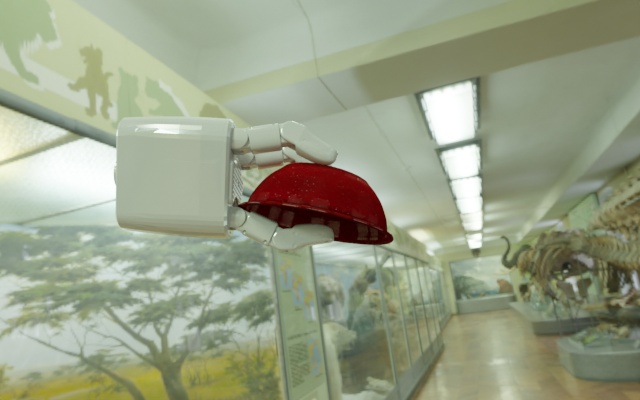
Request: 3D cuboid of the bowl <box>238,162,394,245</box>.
[{"bbox_3d":[0.001,0.002,0.495,0.162,0.055,0.162,12,-12,3],"label":"bowl"}]
